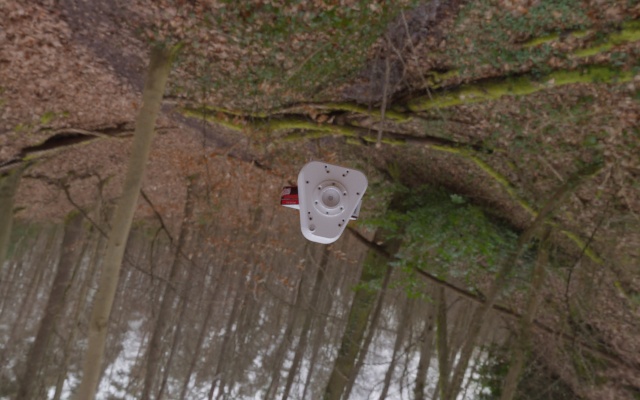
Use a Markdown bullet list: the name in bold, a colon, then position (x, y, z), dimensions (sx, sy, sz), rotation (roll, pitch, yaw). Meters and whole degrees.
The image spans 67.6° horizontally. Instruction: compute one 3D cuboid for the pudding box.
- **pudding box**: position (0.000, 0.003, 0.822), dimensions (0.113, 0.039, 0.090), rotation (17, -8, -30)
